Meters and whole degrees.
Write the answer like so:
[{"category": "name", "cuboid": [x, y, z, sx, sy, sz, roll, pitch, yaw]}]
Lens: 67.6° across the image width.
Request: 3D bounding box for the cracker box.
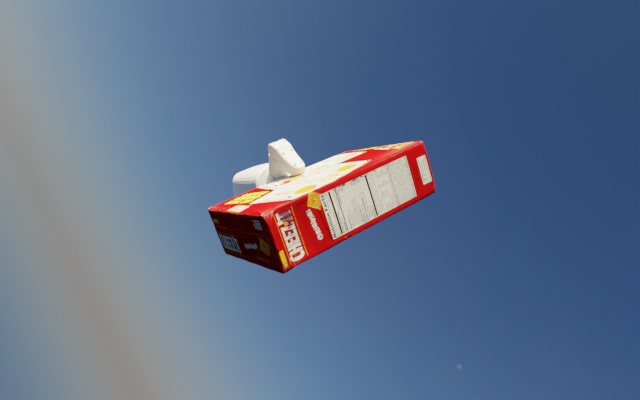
[{"category": "cracker box", "cuboid": [0.000, 0.002, 0.558, 0.213, 0.072, 0.164, -26, 13, -27]}]
